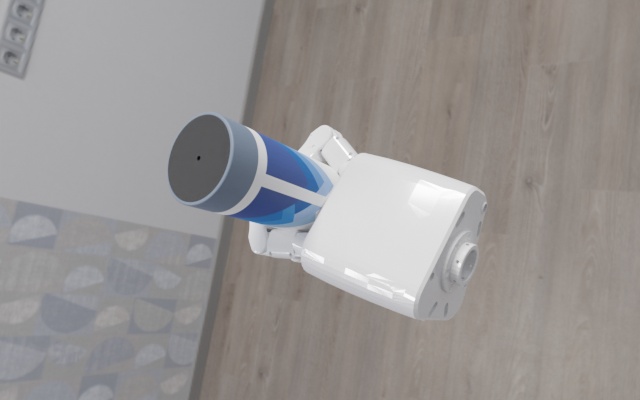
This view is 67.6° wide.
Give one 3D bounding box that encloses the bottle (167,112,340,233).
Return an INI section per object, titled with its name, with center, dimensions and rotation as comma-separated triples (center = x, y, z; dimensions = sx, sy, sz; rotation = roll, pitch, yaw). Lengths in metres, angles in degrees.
[bottle]
center = 0.000, 0.001, 0.441
dimensions = 0.069, 0.069, 0.296
rotation = 0, -12, 35
